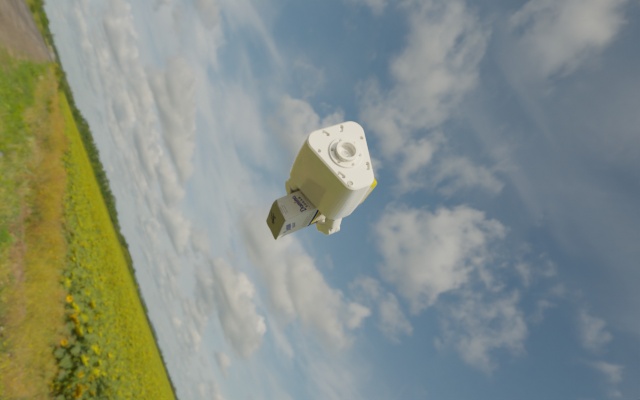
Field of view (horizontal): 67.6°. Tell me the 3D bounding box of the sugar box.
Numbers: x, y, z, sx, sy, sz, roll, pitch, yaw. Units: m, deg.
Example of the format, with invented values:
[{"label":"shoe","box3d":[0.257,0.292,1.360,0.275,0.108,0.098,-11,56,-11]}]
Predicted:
[{"label":"sugar box","box3d":[0.000,0.002,0.802,0.176,0.048,0.093,-19,-17,-23]}]
